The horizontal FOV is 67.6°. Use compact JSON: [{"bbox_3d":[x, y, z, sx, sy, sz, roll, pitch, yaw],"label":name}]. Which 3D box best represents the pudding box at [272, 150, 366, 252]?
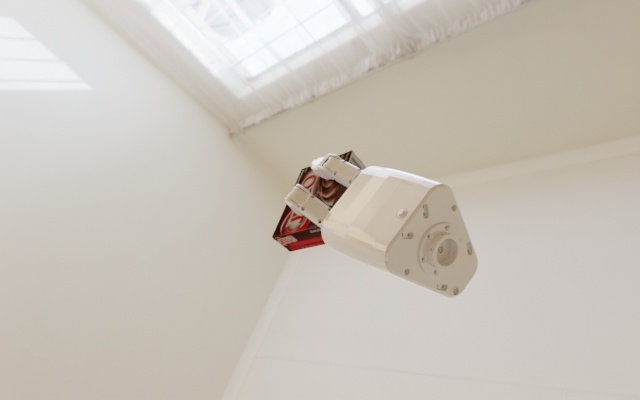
[{"bbox_3d":[0.000,0.002,0.570,0.090,0.113,0.039,-16,-51,42],"label":"pudding box"}]
